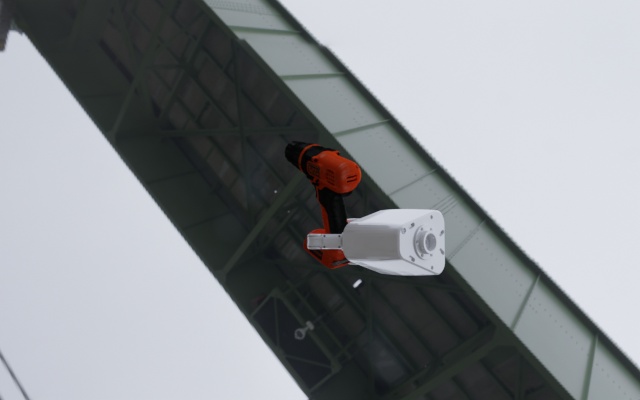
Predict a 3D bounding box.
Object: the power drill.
[{"bbox_3d":[0.000,0.003,0.779,0.057,0.188,0.184,-18,27,-25],"label":"power drill"}]
